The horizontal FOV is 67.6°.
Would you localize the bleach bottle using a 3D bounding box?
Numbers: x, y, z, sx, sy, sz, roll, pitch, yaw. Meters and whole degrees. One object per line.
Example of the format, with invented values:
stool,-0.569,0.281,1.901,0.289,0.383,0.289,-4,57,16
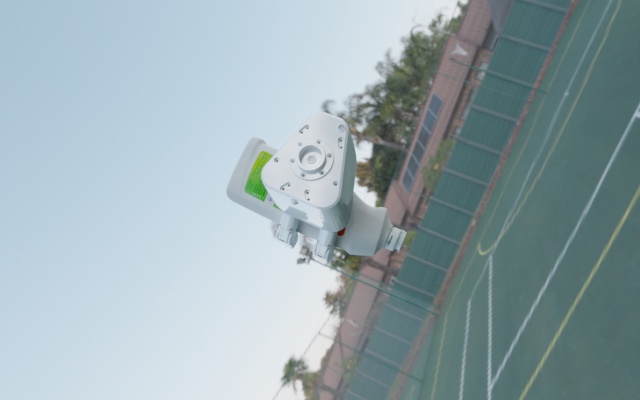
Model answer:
bleach bottle,0.000,0.002,0.665,0.251,0.102,0.068,22,-9,12
